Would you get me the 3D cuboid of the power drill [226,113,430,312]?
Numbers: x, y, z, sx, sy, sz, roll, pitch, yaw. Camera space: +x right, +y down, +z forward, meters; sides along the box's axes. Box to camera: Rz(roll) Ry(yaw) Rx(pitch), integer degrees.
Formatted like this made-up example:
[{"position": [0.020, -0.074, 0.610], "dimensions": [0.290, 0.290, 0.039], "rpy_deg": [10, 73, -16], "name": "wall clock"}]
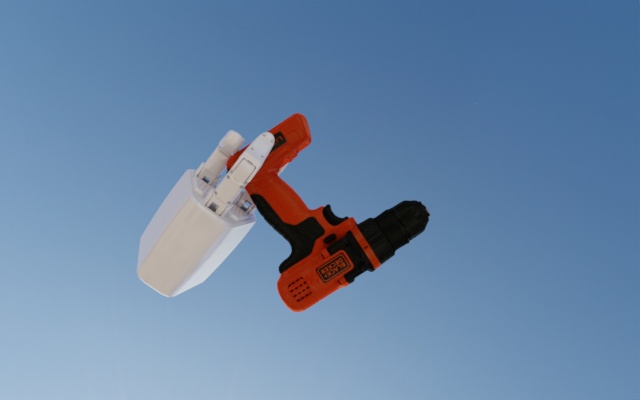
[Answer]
[{"position": [0.000, 0.001, 0.523], "dimensions": [0.184, 0.187, 0.057], "rpy_deg": [-33, -7, -1], "name": "power drill"}]
